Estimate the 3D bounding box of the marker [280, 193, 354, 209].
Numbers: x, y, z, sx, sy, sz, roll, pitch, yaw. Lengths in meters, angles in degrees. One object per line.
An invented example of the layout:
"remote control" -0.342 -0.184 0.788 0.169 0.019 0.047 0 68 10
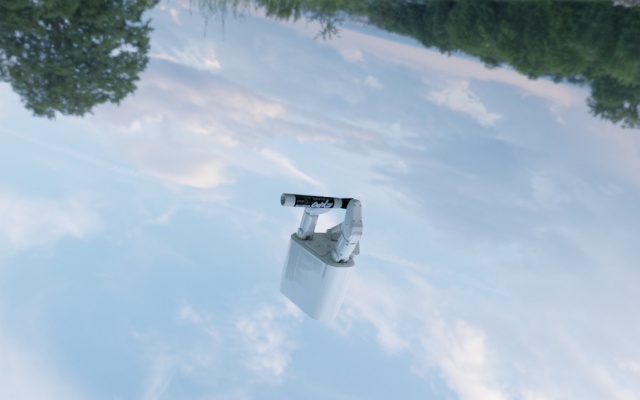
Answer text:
"marker" 0.000 0.002 0.692 0.121 0.020 0.020 4 -2 -29
